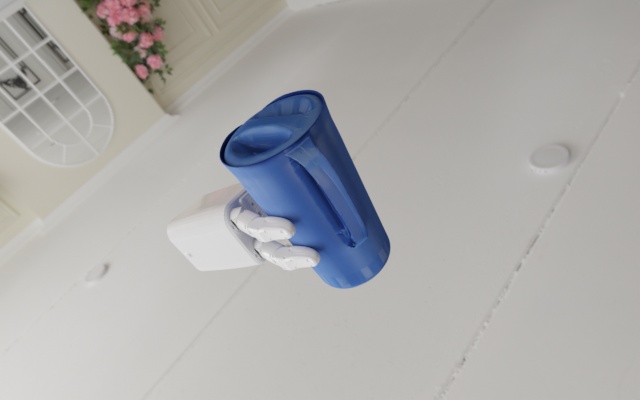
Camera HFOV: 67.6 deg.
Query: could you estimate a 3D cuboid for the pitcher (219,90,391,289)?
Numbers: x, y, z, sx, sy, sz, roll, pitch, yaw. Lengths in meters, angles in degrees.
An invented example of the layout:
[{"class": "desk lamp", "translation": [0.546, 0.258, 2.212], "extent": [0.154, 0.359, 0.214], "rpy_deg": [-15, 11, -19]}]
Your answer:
[{"class": "pitcher", "translation": [0.000, 0.002, 0.581], "extent": [0.145, 0.243, 0.149], "rpy_deg": [-13, 39, 26]}]
